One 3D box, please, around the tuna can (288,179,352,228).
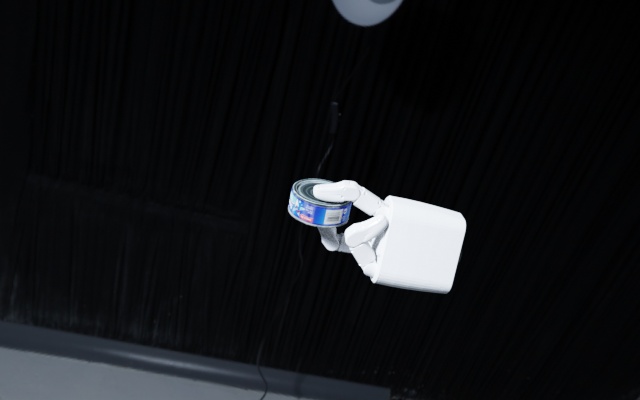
[{"bbox_3d":[0.000,0.002,0.657,0.086,0.034,0.086,9,26,-4],"label":"tuna can"}]
